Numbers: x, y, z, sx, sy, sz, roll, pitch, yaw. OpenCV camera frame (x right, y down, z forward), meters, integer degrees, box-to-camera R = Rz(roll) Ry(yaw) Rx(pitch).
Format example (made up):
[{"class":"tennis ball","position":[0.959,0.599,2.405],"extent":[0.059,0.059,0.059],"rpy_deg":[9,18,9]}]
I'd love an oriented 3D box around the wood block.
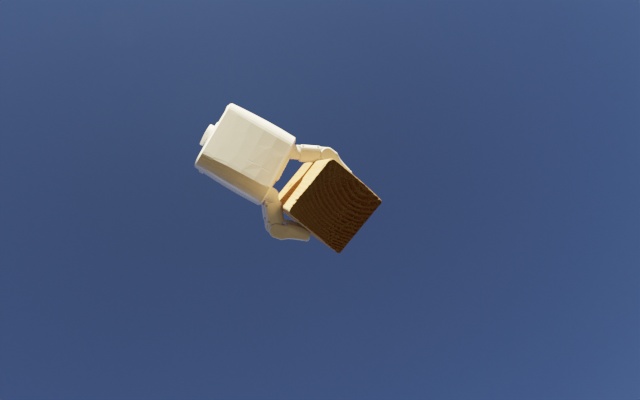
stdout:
[{"class":"wood block","position":[0.000,0.002,0.702],"extent":[0.090,0.091,0.206],"rpy_deg":[40,-5,-11]}]
